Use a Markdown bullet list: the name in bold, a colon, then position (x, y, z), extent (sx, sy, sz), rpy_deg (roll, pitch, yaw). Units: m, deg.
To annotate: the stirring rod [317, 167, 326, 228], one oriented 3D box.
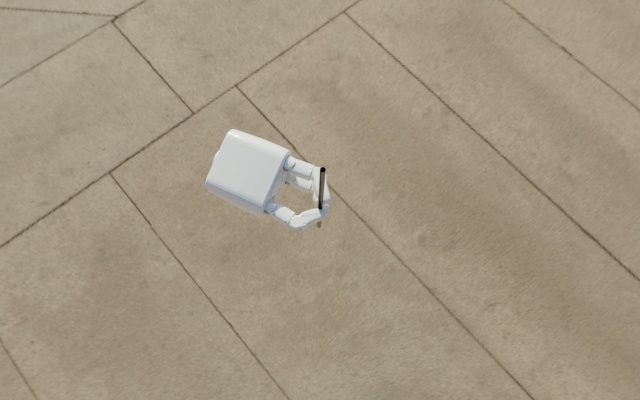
- **stirring rod**: position (0.000, 0.002, 0.738), extent (0.011, 0.011, 0.240), rpy_deg (0, -21, -1)
